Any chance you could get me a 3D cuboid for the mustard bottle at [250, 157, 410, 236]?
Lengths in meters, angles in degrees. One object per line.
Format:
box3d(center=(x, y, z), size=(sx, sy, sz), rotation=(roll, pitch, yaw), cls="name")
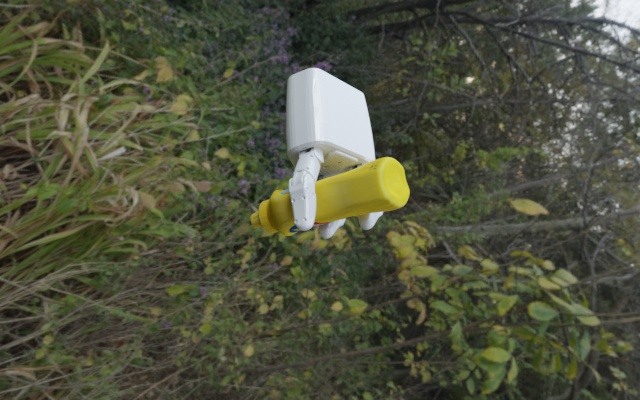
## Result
box3d(center=(0.000, 0.002, 0.556), size=(0.191, 0.058, 0.096), rotation=(-15, 0, 25), cls="mustard bottle")
